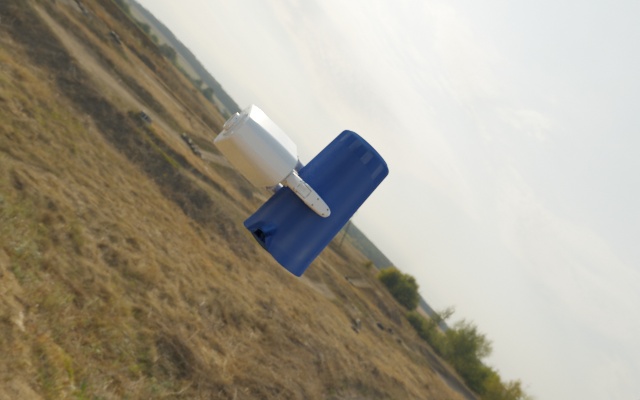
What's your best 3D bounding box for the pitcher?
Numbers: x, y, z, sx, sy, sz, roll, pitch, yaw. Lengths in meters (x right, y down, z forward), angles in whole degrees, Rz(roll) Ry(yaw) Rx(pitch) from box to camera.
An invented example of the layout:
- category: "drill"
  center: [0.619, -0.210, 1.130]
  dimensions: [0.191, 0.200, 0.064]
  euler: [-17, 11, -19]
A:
- category: "pitcher"
  center: [0.000, 0.003, 0.815]
  dimensions: [0.145, 0.243, 0.149]
  euler: [45, -1, -22]
